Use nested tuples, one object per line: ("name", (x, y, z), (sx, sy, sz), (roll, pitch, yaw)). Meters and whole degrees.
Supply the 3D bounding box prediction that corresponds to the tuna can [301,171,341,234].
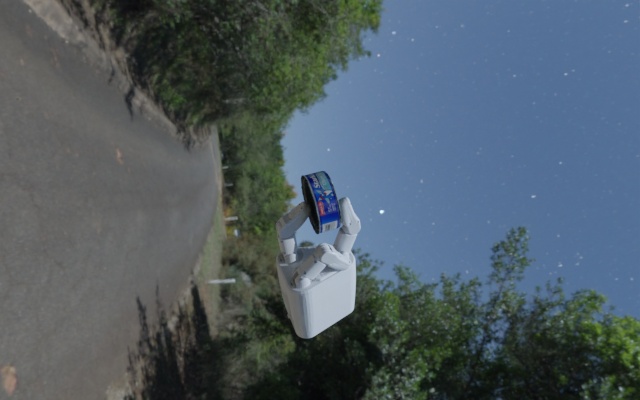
("tuna can", (0.001, 0.002, 0.674), (0.034, 0.086, 0.086), (-15, 3, -10))
